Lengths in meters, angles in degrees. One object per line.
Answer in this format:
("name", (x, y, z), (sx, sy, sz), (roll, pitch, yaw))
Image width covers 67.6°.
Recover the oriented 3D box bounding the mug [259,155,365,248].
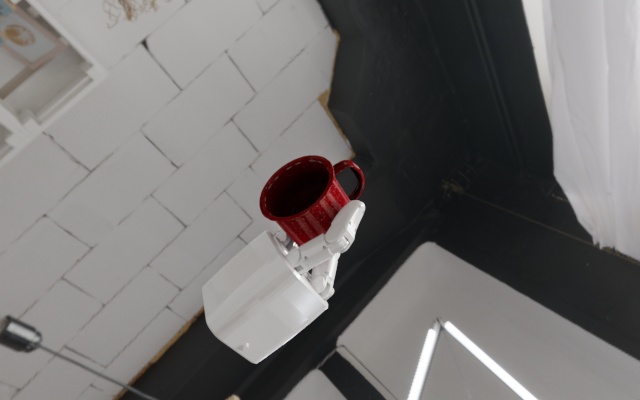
("mug", (0.001, 0.001, 0.545), (0.081, 0.117, 0.093), (53, -4, -40))
